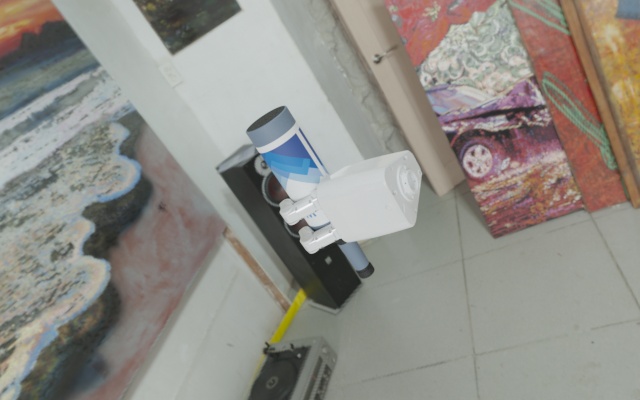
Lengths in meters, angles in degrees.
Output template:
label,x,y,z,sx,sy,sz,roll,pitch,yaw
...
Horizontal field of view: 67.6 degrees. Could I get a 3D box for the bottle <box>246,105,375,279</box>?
label,x,y,z,sx,sy,sz,roll,pitch,yaw
bottle,0.000,0.002,0.707,0.069,0.296,0.069,-28,23,13
